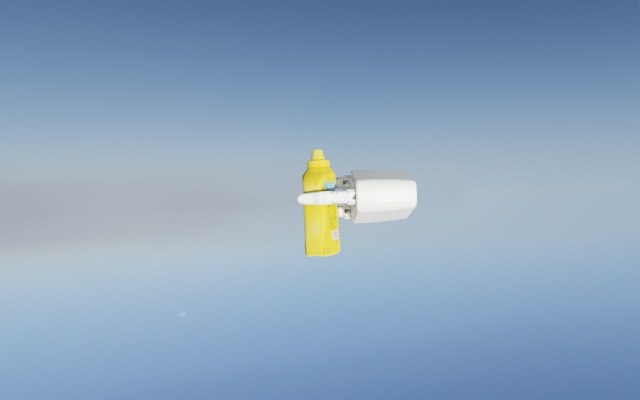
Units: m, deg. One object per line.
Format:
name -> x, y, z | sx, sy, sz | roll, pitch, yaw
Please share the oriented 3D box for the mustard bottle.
mustard bottle -> 0.000, 0.003, 0.874 | 0.058, 0.191, 0.096 | -3, 0, 22
